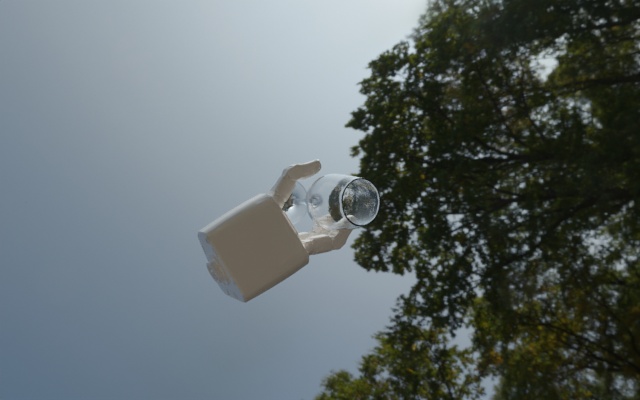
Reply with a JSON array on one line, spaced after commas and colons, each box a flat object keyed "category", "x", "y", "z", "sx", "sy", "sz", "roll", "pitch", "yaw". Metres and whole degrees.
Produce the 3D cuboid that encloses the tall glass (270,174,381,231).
[{"category": "tall glass", "x": 0.000, "y": 0.002, "z": 0.687, "sx": 0.079, "sy": 0.079, "sz": 0.201, "roll": 0, "pitch": 0, "yaw": -32}]
